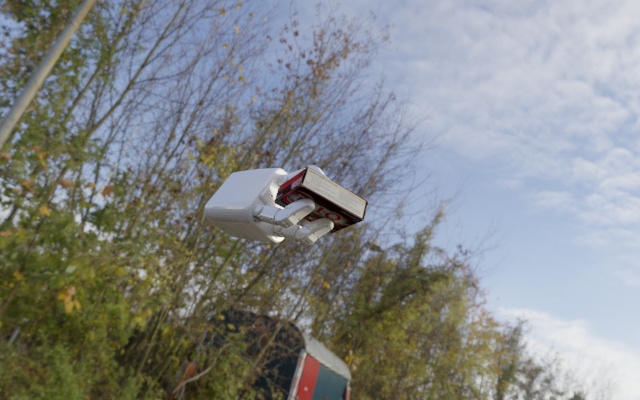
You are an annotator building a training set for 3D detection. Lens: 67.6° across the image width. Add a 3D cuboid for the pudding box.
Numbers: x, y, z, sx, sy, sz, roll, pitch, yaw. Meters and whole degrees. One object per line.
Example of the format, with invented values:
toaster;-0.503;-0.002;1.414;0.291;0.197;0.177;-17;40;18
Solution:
pudding box;0.000;0.002;0.714;0.113;0.039;0.090;27;-27;-21
